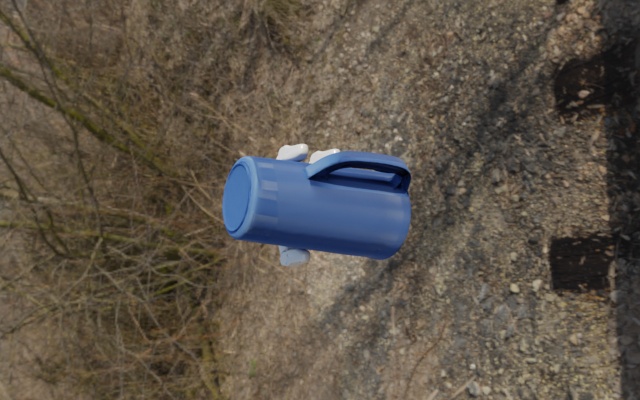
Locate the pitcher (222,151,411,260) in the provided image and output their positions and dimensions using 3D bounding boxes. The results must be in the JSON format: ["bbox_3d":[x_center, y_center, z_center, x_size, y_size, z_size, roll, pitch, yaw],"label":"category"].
[{"bbox_3d":[0.000,0.002,0.658,0.243,0.149,0.145,8,0,-31],"label":"pitcher"}]
